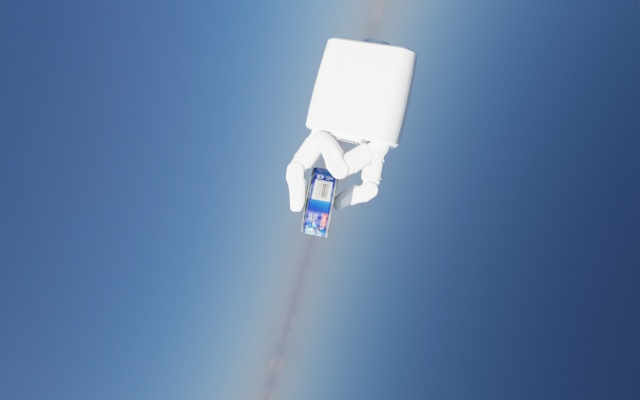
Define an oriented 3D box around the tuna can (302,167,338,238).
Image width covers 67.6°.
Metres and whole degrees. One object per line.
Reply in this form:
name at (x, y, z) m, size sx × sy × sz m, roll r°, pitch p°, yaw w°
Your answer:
tuna can at (0.000, 0.002, 0.602) m, size 0.034 × 0.086 × 0.086 m, roll 10°, pitch 0°, yaw 1°
